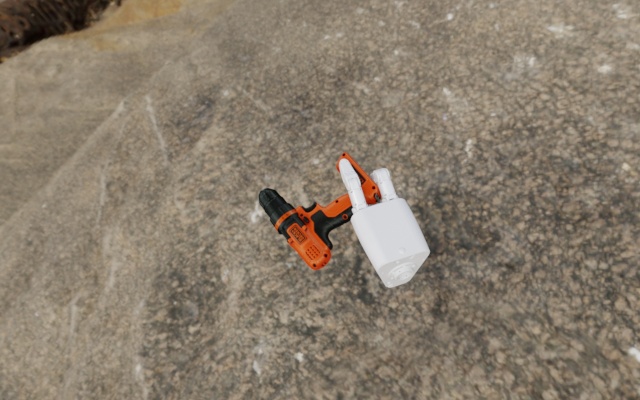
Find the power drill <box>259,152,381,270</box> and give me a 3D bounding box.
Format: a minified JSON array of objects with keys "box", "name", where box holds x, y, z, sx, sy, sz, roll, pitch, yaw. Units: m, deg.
[{"box":[0.001,0.003,0.858,0.187,0.184,0.057,-42,-18,2],"name":"power drill"}]
